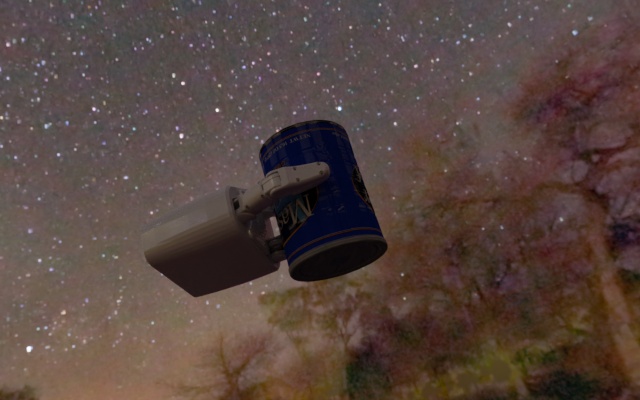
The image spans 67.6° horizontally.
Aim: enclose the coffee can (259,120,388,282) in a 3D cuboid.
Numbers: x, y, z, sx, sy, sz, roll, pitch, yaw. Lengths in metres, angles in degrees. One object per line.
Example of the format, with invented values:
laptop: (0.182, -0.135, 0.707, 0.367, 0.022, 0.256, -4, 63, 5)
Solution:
coffee can: (0.000, 0.002, 0.506, 0.103, 0.140, 0.103, -14, -24, -7)
